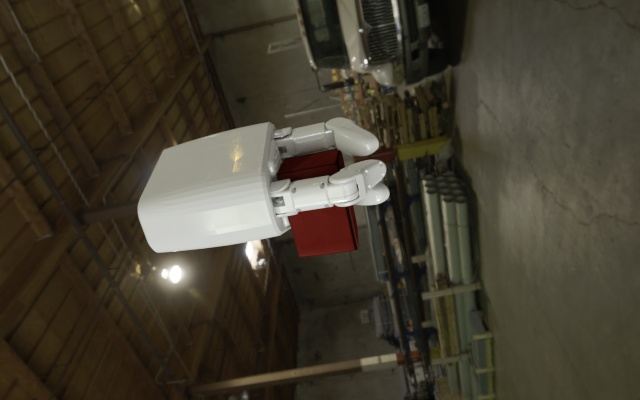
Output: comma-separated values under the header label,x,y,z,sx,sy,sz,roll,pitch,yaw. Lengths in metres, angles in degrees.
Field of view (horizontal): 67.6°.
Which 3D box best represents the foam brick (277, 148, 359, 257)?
label,x,y,z,sx,sy,sz,roll,pitch,yaw
foam brick,0.000,0.002,0.409,0.051,0.078,0.053,-11,19,7
